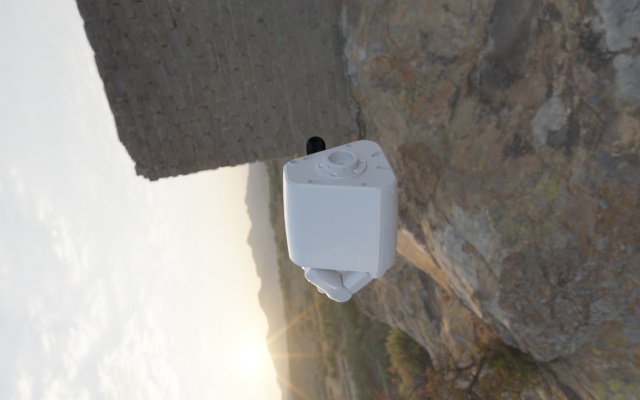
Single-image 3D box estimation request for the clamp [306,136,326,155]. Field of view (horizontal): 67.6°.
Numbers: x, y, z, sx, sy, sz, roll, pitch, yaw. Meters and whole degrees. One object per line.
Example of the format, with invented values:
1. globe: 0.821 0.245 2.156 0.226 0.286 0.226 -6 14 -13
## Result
1. clamp: 0.000 0.002 0.605 0.039 0.120 0.171 -8 38 -10
